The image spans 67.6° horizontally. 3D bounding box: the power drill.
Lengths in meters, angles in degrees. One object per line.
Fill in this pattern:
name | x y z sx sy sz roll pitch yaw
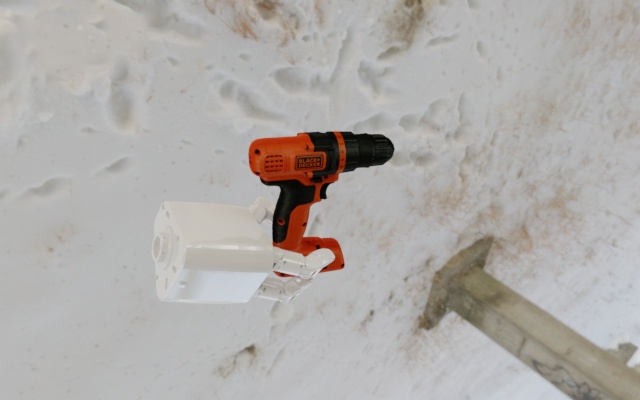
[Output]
power drill | 0.000 0.002 0.612 0.184 0.188 0.057 -5 27 -16
